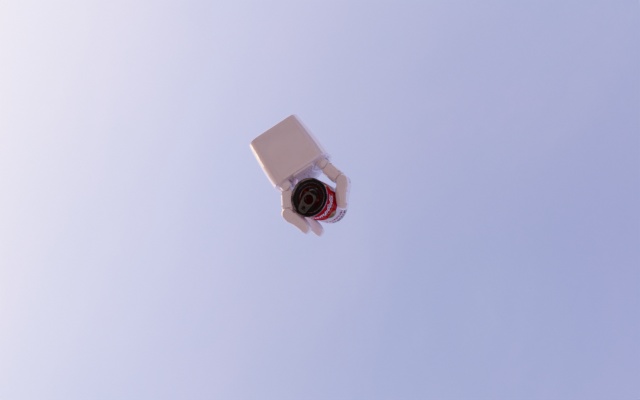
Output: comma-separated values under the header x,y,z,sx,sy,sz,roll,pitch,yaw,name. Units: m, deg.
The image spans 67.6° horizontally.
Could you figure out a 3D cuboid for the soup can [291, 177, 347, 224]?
x,y,z,sx,sy,sz,roll,pitch,yaw,name
0.001,0.003,0.844,0.068,0.068,0.102,0,-9,24,soup can
